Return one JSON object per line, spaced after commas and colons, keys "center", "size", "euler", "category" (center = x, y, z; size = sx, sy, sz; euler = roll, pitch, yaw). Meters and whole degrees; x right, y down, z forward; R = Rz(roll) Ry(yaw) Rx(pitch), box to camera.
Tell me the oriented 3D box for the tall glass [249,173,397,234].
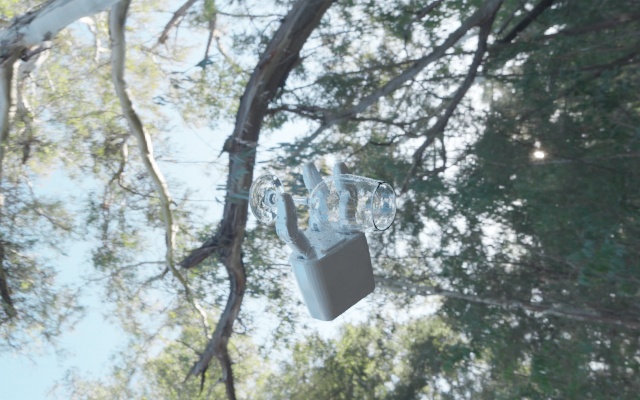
{"center": [-0.001, 0.002, 0.646], "size": [0.201, 0.079, 0.079], "euler": [4, 2, 38], "category": "tall glass"}
